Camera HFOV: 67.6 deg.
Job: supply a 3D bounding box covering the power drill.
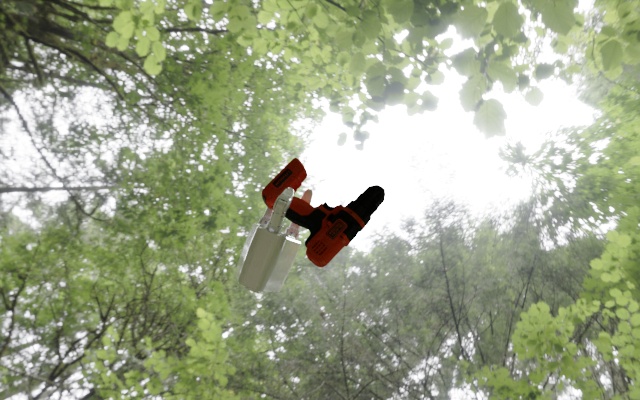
[{"bbox_3d":[0.000,0.003,0.869,0.187,0.184,0.057,38,-14,26],"label":"power drill"}]
